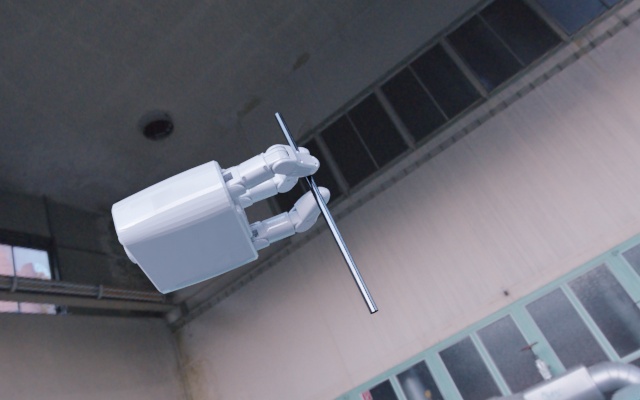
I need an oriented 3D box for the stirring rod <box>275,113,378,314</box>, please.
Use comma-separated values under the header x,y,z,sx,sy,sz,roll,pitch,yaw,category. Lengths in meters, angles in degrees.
x,y,z,sx,sy,sz,roll,pitch,yaw,category
0.000,0.002,0.472,0.011,0.239,0.011,-20,-28,-11,stirring rod
